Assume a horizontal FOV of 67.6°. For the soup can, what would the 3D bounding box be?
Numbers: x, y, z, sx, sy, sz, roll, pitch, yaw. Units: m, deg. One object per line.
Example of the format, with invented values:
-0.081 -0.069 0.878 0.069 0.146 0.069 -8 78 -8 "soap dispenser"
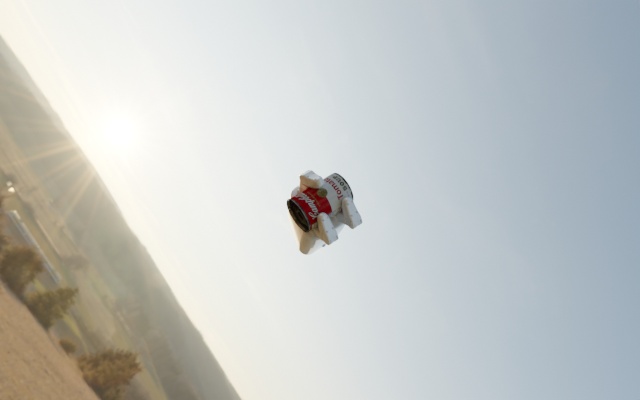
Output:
0.000 0.002 0.853 0.102 0.068 0.068 -32 12 -21 "soup can"
